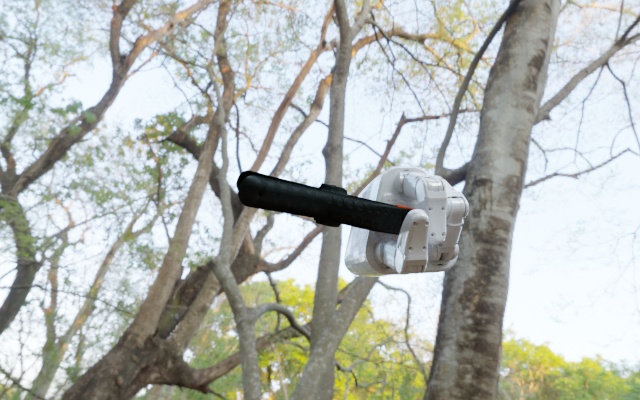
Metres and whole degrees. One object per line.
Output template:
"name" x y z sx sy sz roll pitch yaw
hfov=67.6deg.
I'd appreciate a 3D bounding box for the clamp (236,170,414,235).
"clamp" 0.000 0.001 0.438 0.171 0.039 0.120 15 9 -21
